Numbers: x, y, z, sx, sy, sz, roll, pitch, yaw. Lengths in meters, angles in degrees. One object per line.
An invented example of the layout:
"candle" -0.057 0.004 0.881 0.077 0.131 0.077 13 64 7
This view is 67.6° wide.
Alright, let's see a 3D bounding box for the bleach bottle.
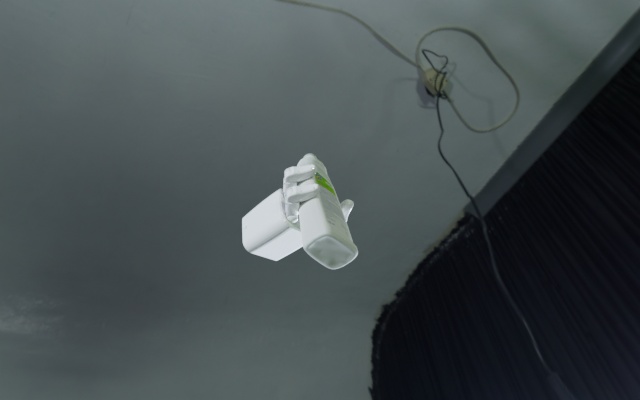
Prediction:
"bleach bottle" 0.000 0.003 0.900 0.068 0.250 0.103 -35 -51 21
